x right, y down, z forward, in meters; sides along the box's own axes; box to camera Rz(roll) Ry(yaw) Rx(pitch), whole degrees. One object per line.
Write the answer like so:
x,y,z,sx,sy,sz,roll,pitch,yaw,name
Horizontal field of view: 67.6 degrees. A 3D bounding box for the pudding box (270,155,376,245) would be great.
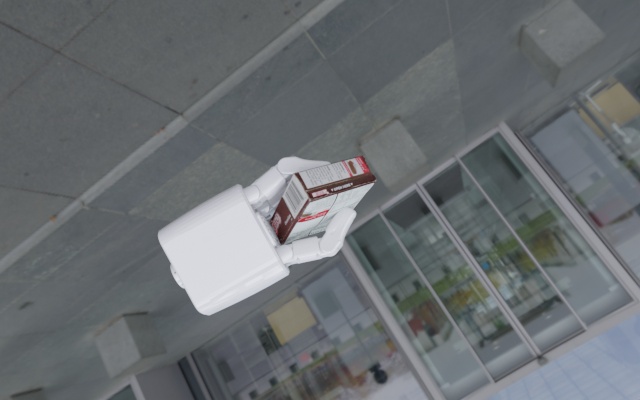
0.000,0.002,0.543,0.090,0.039,0.113,-18,-20,-29,pudding box
